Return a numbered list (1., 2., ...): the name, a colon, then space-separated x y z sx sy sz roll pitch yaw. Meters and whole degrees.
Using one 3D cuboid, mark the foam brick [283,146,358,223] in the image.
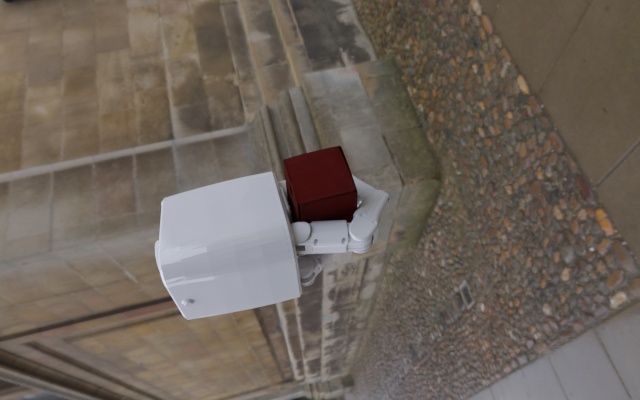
1. foam brick: 0.000 0.001 0.417 0.051 0.053 0.078 -12 -38 -8
